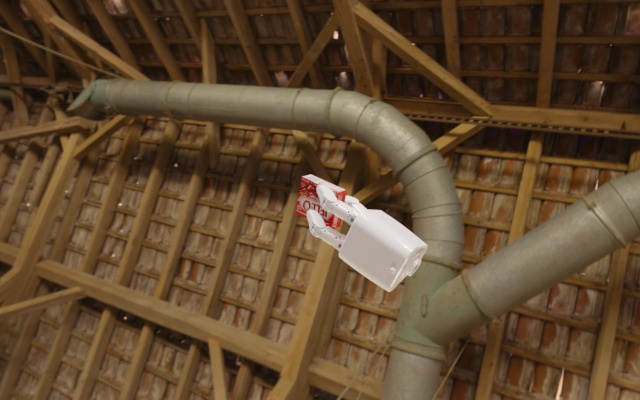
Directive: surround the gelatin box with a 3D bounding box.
[{"bbox_3d":[0.000,0.003,0.859,0.089,0.073,0.030,25,25,33],"label":"gelatin box"}]
